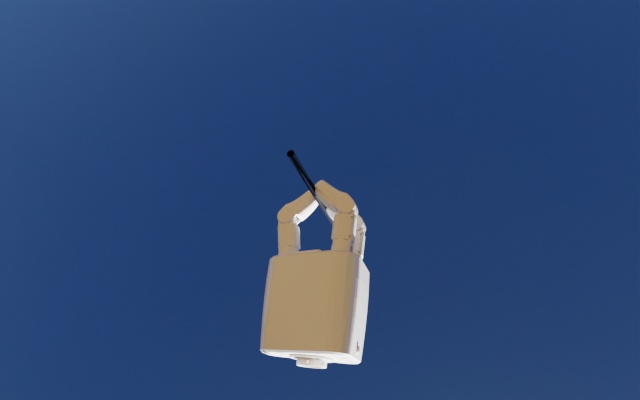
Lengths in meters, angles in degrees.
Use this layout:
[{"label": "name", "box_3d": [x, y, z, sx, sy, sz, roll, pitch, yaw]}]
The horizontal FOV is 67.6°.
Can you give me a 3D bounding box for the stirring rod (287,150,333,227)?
[{"label": "stirring rod", "box_3d": [0.000, 0.002, 0.584, 0.011, 0.011, 0.240, 0, -24, 16]}]
